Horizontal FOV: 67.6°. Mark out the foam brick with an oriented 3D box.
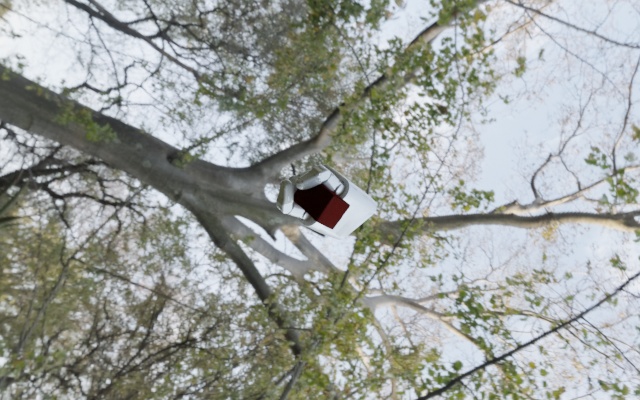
[{"bbox_3d":[0.000,0.003,0.798,0.051,0.053,0.078,31,7,-47],"label":"foam brick"}]
